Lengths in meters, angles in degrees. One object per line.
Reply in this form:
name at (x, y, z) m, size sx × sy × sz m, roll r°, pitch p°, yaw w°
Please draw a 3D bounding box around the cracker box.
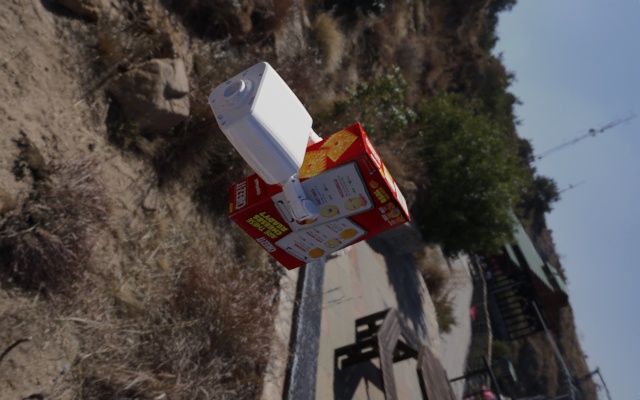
cracker box at (0.000, 0.002, 0.700) m, size 0.214 × 0.072 × 0.164 m, roll -24°, pitch -46°, yaw 17°
